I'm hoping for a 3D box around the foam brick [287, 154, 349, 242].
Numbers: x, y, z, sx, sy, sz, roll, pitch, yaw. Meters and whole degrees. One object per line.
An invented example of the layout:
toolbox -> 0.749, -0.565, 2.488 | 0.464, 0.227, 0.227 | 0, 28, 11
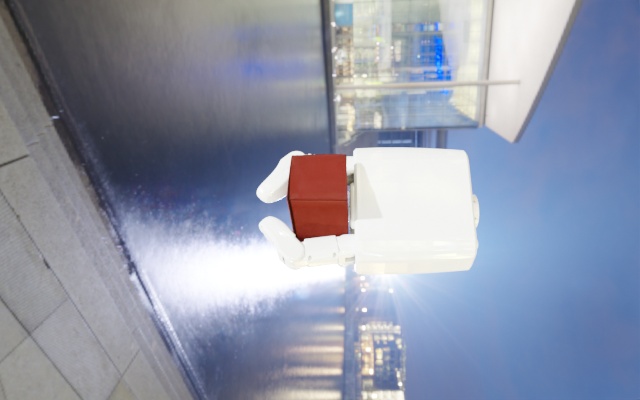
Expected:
foam brick -> 0.000, 0.001, 0.438 | 0.051, 0.053, 0.078 | -1, -36, 4
